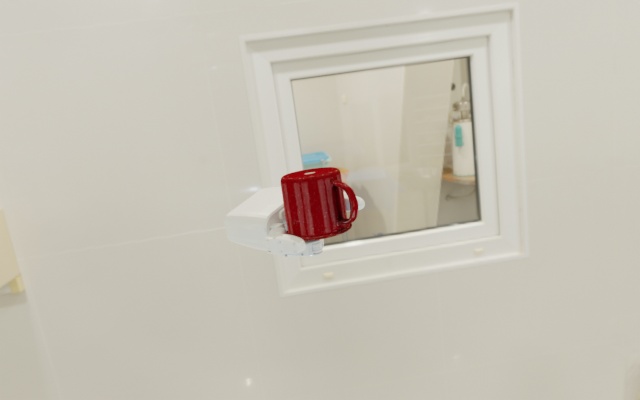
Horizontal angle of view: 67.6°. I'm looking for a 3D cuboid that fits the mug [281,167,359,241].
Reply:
[{"bbox_3d":[0.001,0.002,0.633,0.117,0.081,0.093,3,16,44],"label":"mug"}]
